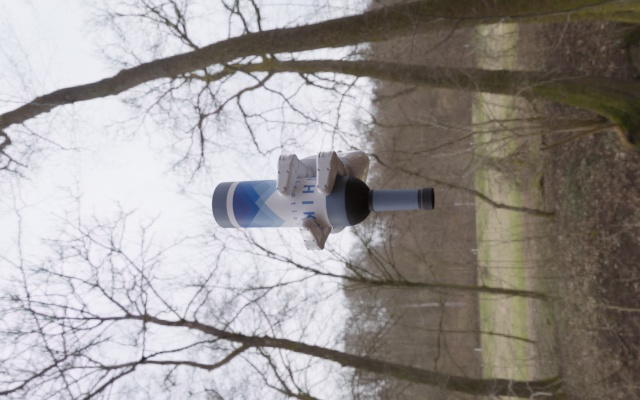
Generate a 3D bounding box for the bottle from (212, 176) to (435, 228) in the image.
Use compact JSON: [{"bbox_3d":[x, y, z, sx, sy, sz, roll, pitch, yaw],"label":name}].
[{"bbox_3d":[0.000,0.002,0.635,0.296,0.069,0.069,-2,-1,20],"label":"bottle"}]
